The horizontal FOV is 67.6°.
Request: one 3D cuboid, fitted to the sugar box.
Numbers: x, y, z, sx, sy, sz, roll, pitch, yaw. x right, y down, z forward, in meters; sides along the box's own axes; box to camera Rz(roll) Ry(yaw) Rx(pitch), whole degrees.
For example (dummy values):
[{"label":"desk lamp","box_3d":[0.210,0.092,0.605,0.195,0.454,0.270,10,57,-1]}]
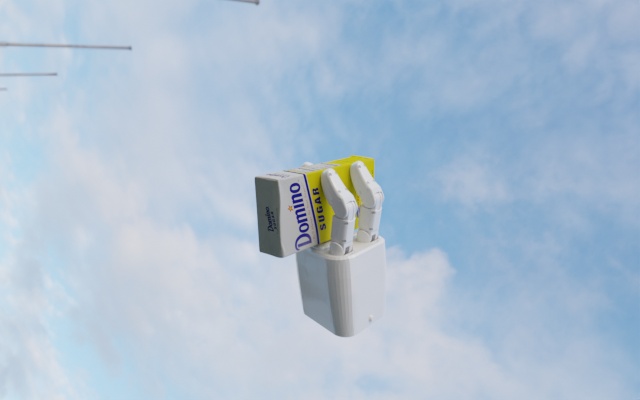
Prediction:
[{"label":"sugar box","box_3d":[0.001,0.002,0.592,0.048,0.093,0.176,10,19,39]}]
